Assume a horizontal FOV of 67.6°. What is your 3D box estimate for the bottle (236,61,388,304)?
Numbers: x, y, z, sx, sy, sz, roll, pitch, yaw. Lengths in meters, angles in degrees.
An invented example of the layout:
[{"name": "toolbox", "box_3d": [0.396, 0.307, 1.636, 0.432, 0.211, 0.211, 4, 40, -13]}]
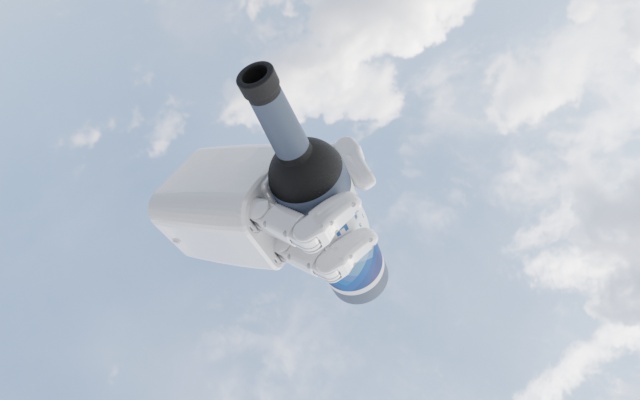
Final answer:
[{"name": "bottle", "box_3d": [0.000, 0.002, 0.429, 0.069, 0.069, 0.296, 0, -36, 22]}]
